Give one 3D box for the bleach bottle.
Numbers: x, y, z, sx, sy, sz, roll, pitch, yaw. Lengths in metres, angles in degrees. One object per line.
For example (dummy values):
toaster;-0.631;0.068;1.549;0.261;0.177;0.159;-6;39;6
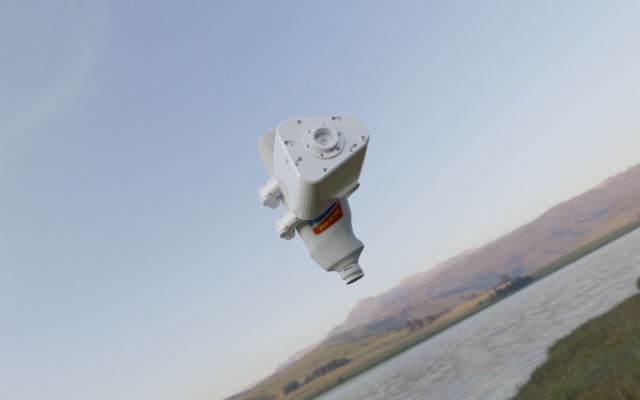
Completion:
bleach bottle;0.000;0.002;0.701;0.102;0.250;0.068;-22;-21;-16
